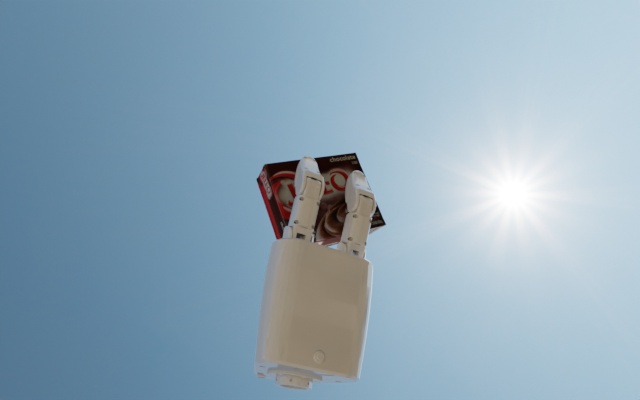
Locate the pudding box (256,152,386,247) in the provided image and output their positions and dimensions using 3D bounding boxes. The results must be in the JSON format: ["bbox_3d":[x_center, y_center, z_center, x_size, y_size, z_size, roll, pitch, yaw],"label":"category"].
[{"bbox_3d":[0.000,0.002,0.496,0.113,0.090,0.039,-10,-20,-31],"label":"pudding box"}]
